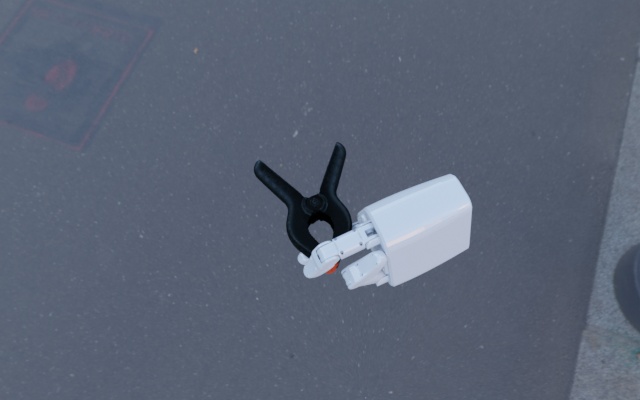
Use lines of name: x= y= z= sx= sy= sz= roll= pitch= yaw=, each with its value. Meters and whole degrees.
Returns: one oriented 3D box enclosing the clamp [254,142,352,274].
clamp: x=0.000 y=0.002 z=0.587 sx=0.120 sy=0.171 sz=0.039 roll=-24 pitch=-22 yaw=-4
